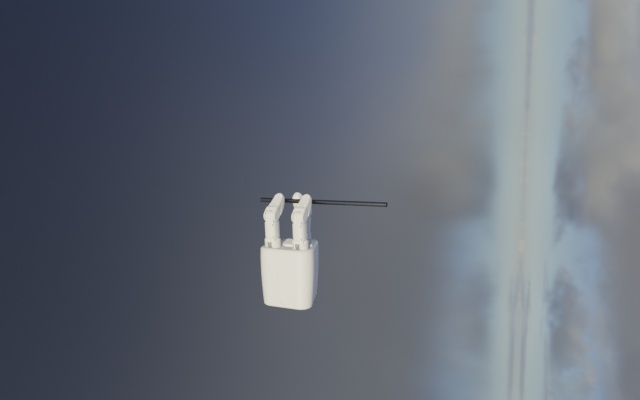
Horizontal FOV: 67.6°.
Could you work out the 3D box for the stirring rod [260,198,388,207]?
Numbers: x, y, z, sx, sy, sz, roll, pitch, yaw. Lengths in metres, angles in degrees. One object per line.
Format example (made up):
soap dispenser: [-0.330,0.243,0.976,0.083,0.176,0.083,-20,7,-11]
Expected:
stirring rod: [0.000,0.003,0.843,0.239,0.011,0.011,2,1,23]
